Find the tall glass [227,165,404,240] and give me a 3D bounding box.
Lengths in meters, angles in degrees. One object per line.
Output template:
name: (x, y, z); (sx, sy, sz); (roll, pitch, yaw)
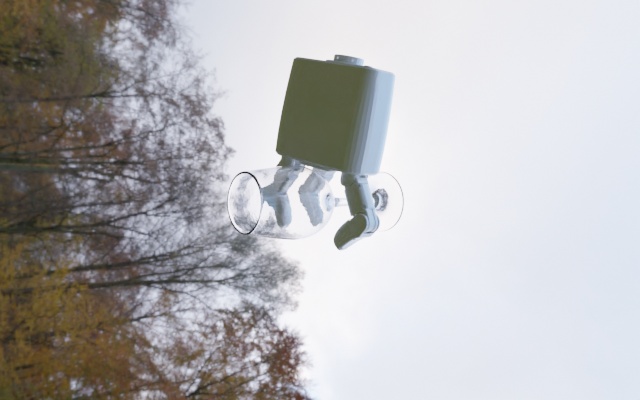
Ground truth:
tall glass: (0.001, 0.002, 0.526); (0.201, 0.079, 0.079); (-1, 1, -42)
